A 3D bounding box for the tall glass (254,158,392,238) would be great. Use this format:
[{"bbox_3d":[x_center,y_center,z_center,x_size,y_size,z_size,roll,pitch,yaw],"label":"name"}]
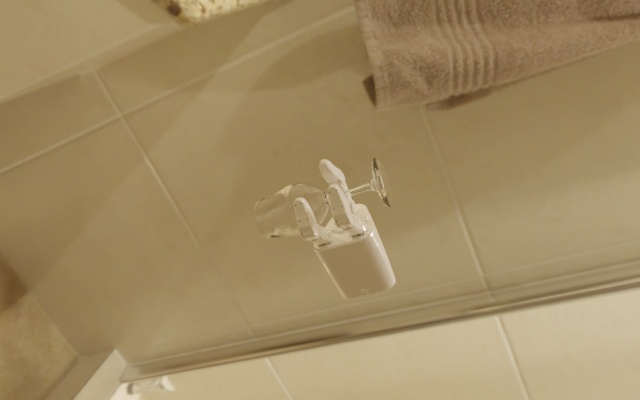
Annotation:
[{"bbox_3d":[0.001,0.002,0.713,0.201,0.079,0.079,-17,-6,21],"label":"tall glass"}]
